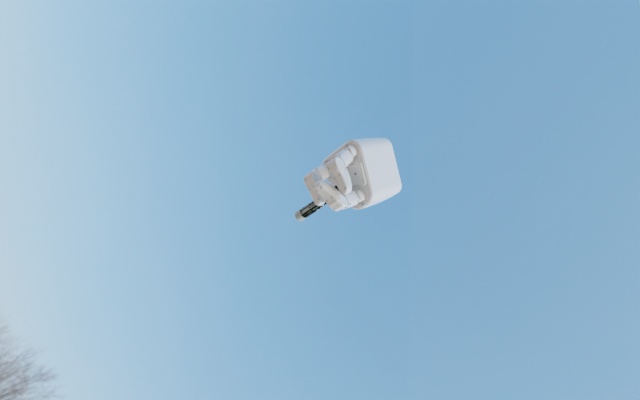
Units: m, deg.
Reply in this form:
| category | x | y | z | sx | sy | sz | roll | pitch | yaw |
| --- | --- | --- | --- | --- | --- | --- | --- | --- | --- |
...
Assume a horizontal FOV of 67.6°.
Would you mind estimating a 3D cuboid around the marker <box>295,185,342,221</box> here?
| category | x | y | z | sx | sy | sz | roll | pitch | yaw |
| --- | --- | --- | --- | --- | --- | --- | --- | --- | --- |
| marker | 0.000 | 0.003 | 0.806 | 0.020 | 0.020 | 0.121 | 0 | -25 | -45 |
